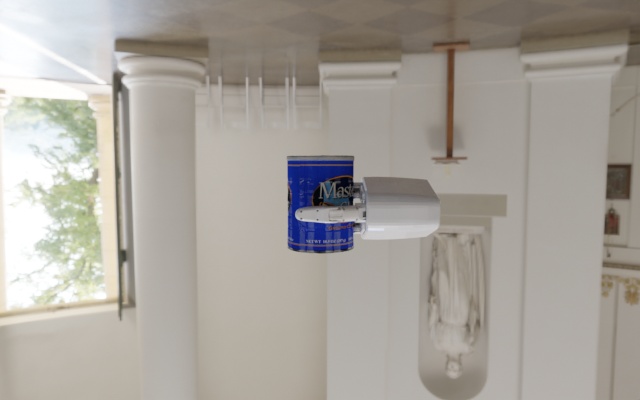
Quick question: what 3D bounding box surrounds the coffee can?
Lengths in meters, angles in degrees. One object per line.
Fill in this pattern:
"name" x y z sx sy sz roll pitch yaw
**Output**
"coffee can" 0.000 0.002 0.727 0.103 0.140 0.103 0 5 0
